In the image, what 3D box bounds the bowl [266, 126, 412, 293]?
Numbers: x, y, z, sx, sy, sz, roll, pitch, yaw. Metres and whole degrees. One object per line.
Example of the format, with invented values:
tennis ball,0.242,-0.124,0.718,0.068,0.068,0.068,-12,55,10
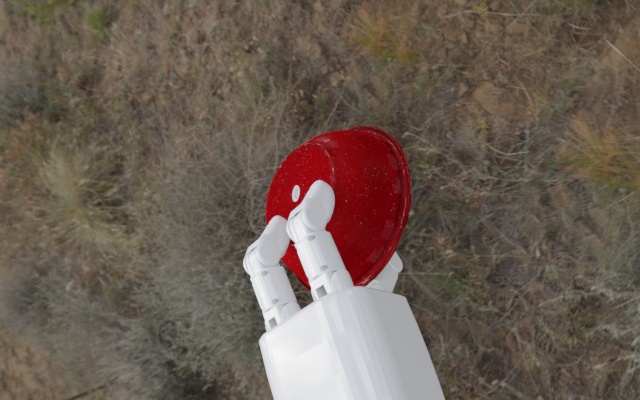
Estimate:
bowl,-0.001,0.000,0.422,0.055,0.162,0.162,20,-12,-37
